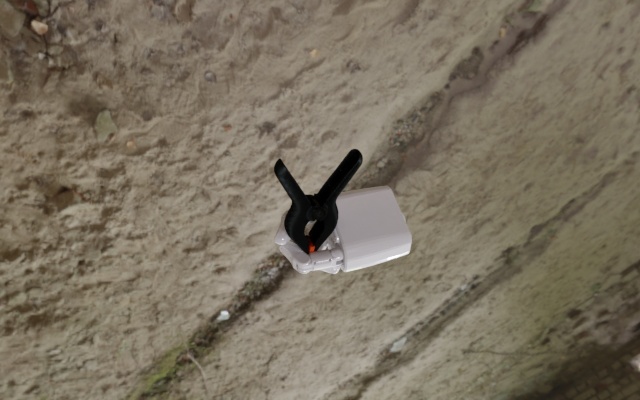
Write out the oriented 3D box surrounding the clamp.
[{"bbox_3d":[0.000,0.003,0.650,0.120,0.172,0.039,-12,45,-12],"label":"clamp"}]
